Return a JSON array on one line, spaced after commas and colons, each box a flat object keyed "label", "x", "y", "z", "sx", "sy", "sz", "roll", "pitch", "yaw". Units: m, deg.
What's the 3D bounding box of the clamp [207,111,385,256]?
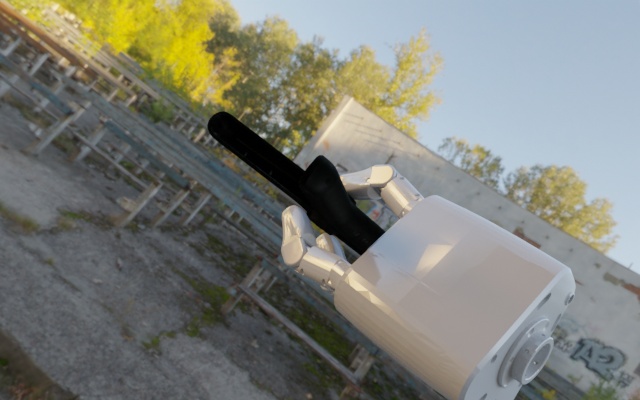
[{"label": "clamp", "x": 0.001, "y": 0.001, "z": 0.410, "sx": 0.164, "sy": 0.036, "sz": 0.210, "roll": 33, "pitch": -7, "yaw": 43}]
